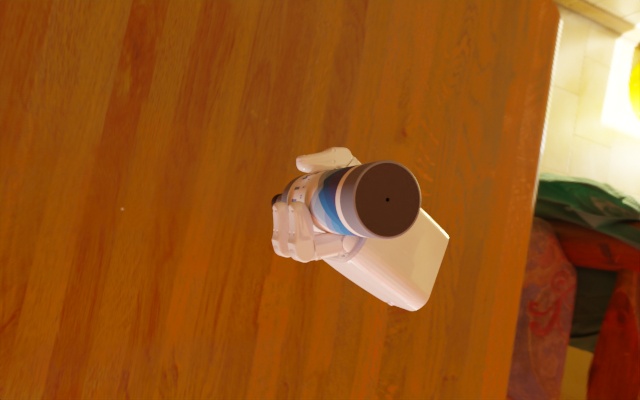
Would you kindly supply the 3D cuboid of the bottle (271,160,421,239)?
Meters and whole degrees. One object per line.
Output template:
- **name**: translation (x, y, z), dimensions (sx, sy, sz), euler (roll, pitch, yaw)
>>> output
- **bottle**: translation (0.000, 0.002, 0.533), dimensions (0.069, 0.069, 0.296), euler (0, -1, -23)
